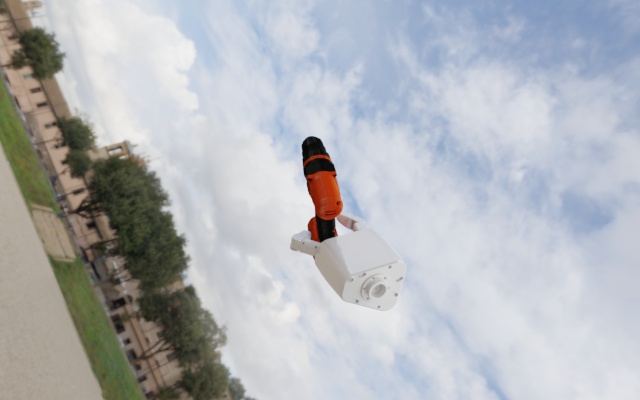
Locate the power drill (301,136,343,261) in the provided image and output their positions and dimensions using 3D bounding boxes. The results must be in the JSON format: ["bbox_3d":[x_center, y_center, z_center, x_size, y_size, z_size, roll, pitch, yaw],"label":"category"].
[{"bbox_3d":[0.000,0.003,0.842,0.057,0.184,0.188,-9,-44,-4],"label":"power drill"}]
